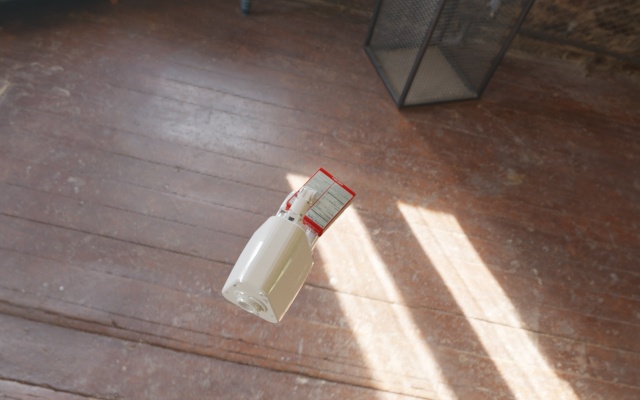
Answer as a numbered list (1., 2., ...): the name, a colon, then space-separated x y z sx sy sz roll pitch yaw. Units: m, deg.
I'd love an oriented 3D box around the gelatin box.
1. gelatin box: 0.000 0.002 0.745 0.073 0.089 0.030 37 -25 12
